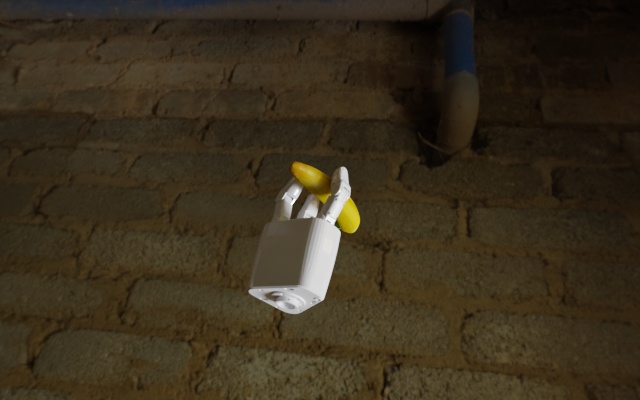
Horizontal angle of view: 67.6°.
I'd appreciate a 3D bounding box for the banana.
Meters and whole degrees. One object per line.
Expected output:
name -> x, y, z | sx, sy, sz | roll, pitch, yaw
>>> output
banana -> 0.018, 0.004, 0.752 | 0.069, 0.037, 0.198 | 1, -32, 27
